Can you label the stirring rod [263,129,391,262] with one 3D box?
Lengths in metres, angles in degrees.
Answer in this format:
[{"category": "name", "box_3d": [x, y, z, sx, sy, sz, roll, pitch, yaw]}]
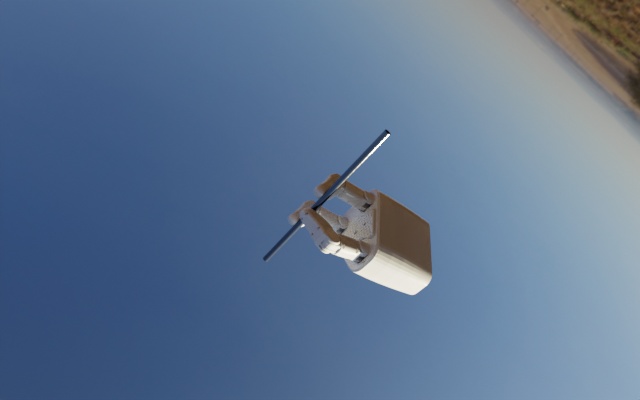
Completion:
[{"category": "stirring rod", "box_3d": [0.000, 0.002, 0.576, 0.011, 0.011, 0.240, 0, -39, -52]}]
